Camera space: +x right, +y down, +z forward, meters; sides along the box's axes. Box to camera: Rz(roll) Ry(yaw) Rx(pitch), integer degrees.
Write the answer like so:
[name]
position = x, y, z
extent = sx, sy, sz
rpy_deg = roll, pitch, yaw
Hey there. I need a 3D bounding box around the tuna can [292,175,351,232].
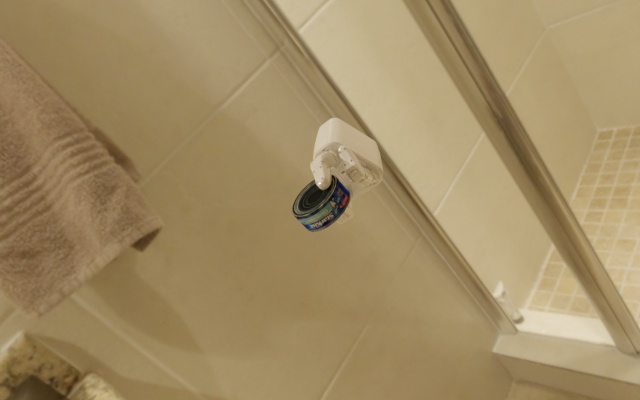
[tuna can]
position = 0.000, 0.002, 0.699
extent = 0.034, 0.086, 0.086
rpy_deg = 47, -26, -27
